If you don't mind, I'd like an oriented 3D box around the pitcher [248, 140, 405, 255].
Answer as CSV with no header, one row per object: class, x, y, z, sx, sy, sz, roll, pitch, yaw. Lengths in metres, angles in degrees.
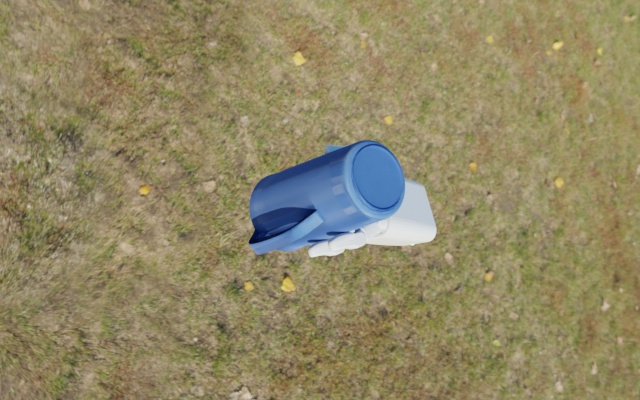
pitcher,0.000,0.002,0.706,0.145,0.149,0.243,11,-18,-34
